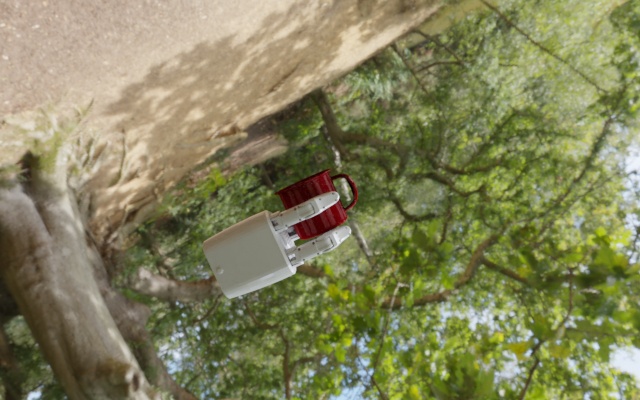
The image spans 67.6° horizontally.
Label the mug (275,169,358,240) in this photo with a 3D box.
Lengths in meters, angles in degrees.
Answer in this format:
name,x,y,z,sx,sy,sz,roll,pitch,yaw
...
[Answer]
name,x,y,z,sx,sy,sz,roll,pitch,yaw
mug,0.002,0.002,0.720,0.117,0.081,0.093,-24,5,6
